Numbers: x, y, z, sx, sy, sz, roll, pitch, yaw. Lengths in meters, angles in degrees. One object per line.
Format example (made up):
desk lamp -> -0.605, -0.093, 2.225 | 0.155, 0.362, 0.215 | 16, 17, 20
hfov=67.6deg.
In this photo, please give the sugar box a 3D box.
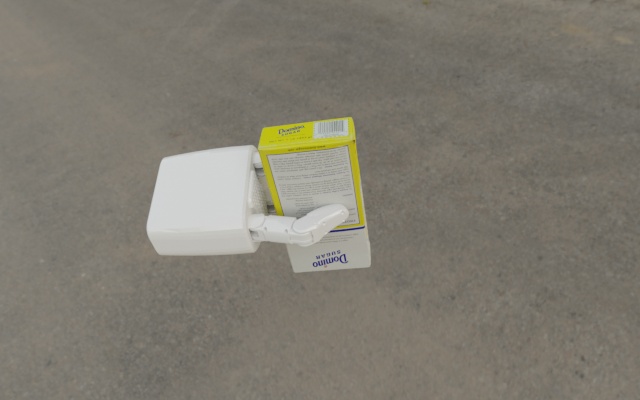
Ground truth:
sugar box -> 0.000, 0.001, 0.510 | 0.093, 0.176, 0.048 | -5, 42, 7
